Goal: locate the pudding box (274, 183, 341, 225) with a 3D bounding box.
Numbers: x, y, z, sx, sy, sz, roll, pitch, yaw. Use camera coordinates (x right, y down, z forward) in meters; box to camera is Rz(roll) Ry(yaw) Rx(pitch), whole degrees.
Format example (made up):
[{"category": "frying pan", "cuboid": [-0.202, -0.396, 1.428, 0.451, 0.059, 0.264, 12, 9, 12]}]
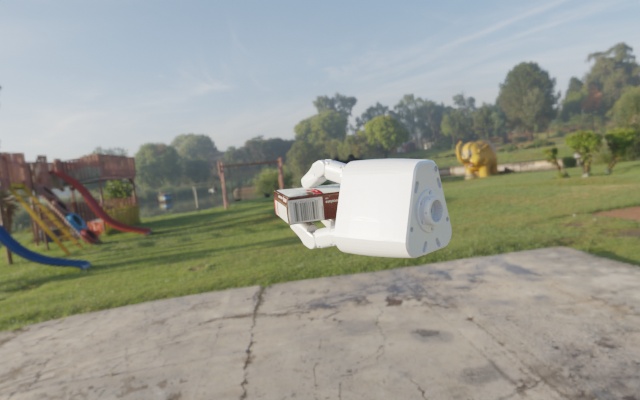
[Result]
[{"category": "pudding box", "cuboid": [0.000, 0.002, 0.649, 0.113, 0.039, 0.090, -5, 8, -16]}]
